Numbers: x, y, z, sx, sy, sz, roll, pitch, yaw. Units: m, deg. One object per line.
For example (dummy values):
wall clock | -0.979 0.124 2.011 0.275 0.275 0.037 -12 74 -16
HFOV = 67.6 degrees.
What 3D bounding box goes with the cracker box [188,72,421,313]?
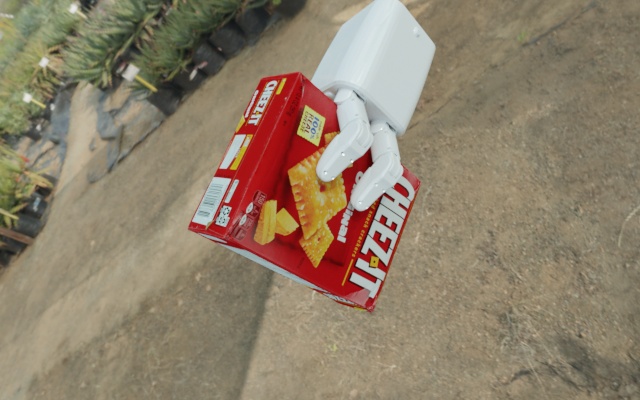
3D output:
cracker box | 0.000 0.001 0.485 0.072 0.164 0.214 8 -20 49
